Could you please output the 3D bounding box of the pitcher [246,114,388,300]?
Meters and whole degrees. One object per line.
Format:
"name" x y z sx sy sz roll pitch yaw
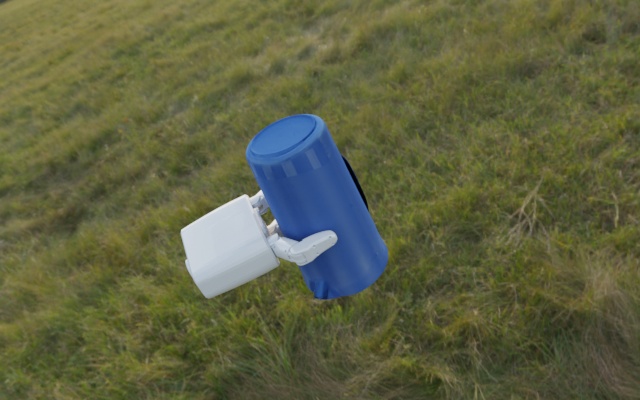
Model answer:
"pitcher" 0.000 0.002 0.662 0.145 0.243 0.149 -27 33 -4
